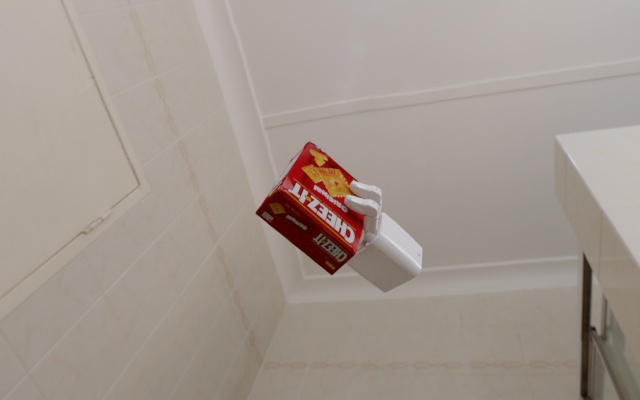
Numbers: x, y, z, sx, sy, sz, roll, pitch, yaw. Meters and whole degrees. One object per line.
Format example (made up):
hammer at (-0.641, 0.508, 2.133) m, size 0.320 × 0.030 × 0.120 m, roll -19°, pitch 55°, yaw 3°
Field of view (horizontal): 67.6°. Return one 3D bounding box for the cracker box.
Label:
cracker box at (0.000, 0.003, 0.837) m, size 0.072 × 0.164 × 0.213 m, roll -45°, pitch 10°, yaw 29°
